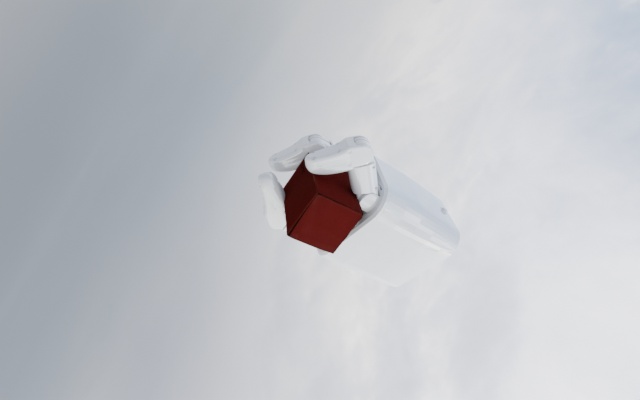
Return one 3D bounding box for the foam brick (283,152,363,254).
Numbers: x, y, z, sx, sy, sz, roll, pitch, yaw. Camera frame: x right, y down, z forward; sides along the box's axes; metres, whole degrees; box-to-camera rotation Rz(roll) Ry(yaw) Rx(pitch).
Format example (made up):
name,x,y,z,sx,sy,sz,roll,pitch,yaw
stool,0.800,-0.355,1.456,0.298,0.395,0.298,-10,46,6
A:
name,x,y,z,sx,sy,sz,roll,pitch,yaw
foam brick,0.000,0.002,0.452,0.051,0.053,0.078,26,27,-23
